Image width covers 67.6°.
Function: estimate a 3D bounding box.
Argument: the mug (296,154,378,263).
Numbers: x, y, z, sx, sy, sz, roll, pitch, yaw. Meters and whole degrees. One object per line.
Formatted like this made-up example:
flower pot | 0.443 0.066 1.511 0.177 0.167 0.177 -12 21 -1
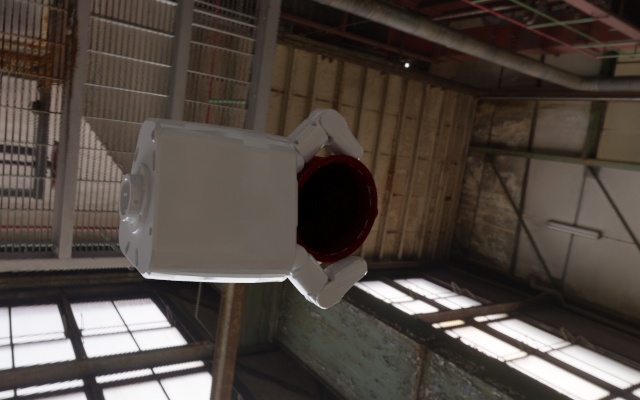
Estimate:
mug | 0.001 0.001 0.440 0.117 0.093 0.081 7 7 -37
